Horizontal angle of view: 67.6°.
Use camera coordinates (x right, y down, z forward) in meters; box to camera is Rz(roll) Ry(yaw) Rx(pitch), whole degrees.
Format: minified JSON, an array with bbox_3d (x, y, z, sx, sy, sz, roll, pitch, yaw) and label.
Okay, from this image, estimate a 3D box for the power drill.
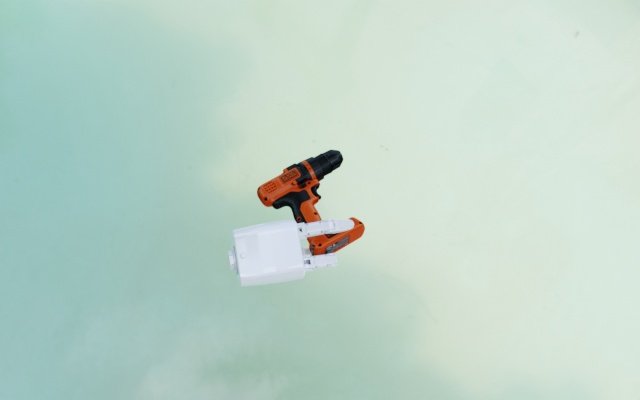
[{"bbox_3d":[0.000,0.003,0.886,0.184,0.187,0.057,-30,-28,-13],"label":"power drill"}]
